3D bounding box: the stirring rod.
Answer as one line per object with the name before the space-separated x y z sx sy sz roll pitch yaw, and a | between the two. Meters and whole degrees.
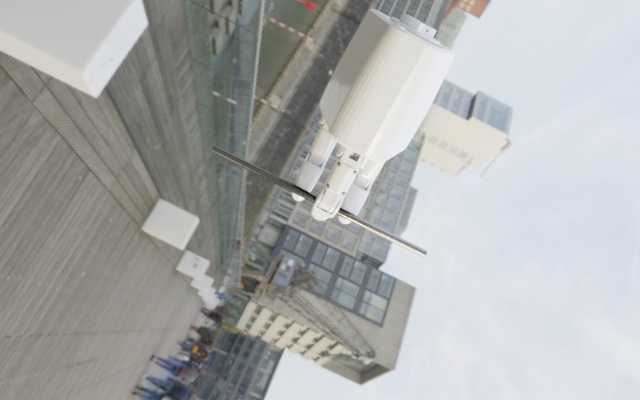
stirring rod | 0.000 0.001 0.484 0.239 0.011 0.011 26 -2 -3
